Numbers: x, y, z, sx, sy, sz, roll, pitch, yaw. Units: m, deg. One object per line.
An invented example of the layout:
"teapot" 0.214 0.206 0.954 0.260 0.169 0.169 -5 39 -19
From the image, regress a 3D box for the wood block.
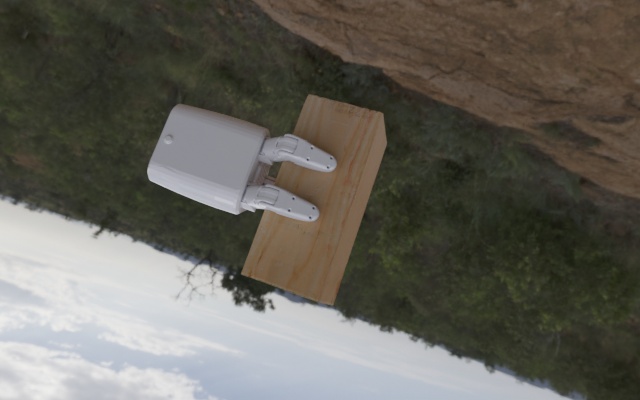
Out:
"wood block" 0.000 0.002 0.533 0.090 0.206 0.091 17 -10 14
